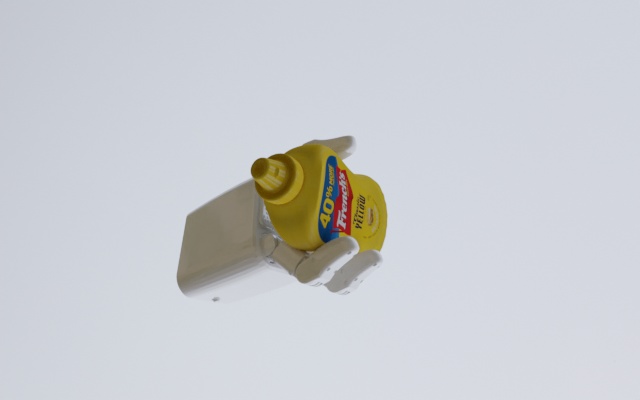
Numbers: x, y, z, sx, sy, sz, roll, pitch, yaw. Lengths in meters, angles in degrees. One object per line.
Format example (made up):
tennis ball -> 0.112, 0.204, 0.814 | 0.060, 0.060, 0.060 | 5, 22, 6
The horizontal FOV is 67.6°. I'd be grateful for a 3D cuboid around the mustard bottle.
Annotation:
mustard bottle -> 0.000, 0.001, 0.442 | 0.058, 0.096, 0.192 | 1, -15, 32
